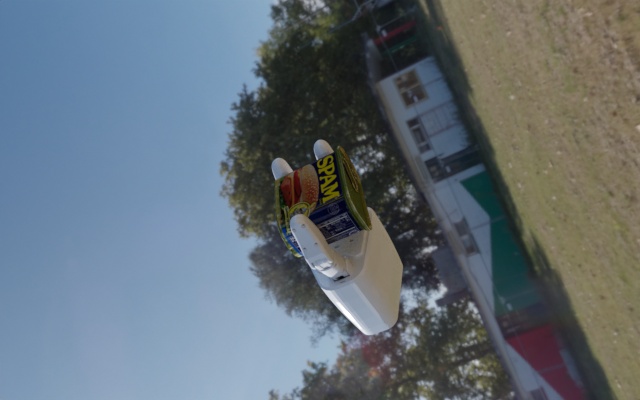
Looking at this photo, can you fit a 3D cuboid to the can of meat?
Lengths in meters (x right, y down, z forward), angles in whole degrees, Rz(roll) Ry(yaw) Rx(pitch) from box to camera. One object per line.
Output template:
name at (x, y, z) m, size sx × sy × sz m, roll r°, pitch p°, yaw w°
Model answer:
can of meat at (0.000, 0.002, 0.509) m, size 0.084 × 0.102 × 0.057 m, roll -25°, pitch -49°, yaw 15°
